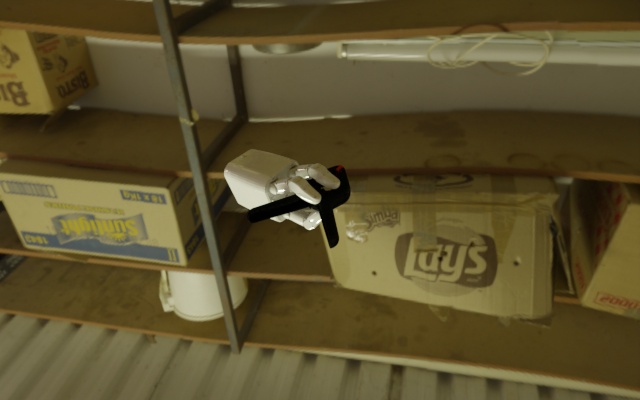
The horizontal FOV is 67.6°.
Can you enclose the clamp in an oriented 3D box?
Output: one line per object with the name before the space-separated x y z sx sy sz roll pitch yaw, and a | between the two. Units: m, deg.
clamp | 0.000 0.003 0.826 0.164 0.036 0.210 22 41 27
